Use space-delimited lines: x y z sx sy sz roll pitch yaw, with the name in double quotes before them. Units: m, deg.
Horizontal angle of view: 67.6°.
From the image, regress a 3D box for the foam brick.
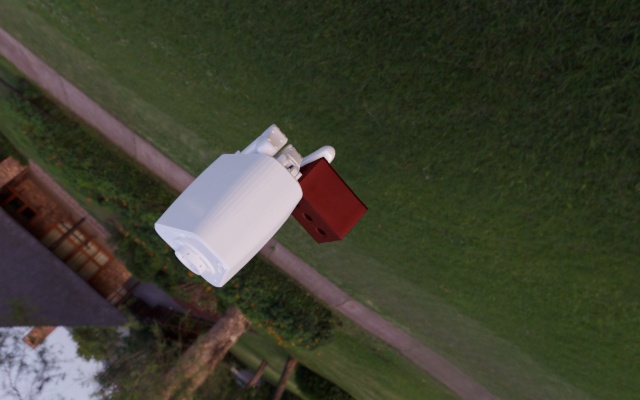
"foam brick" 0.000 0.002 0.515 0.051 0.078 0.053 -50 16 -28
